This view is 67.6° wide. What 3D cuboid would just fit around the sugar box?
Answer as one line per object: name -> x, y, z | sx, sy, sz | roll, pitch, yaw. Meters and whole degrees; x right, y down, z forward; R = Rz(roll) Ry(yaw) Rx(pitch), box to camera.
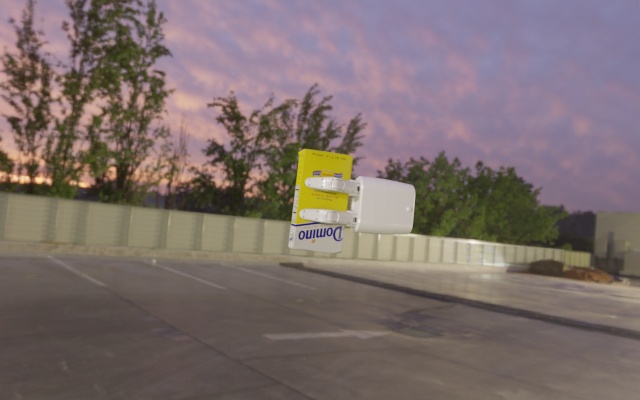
sugar box -> 0.000, 0.003, 0.848 | 0.093, 0.176, 0.048 | 6, -3, -15
